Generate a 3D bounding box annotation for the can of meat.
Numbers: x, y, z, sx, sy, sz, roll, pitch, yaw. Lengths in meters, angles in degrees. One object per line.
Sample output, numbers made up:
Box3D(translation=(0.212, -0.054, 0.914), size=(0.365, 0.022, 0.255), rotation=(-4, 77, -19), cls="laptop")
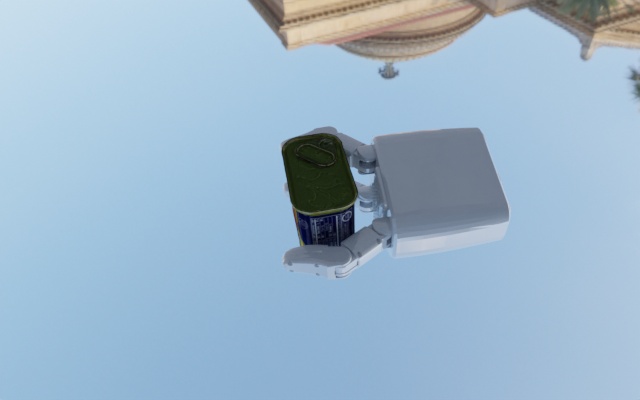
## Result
Box3D(translation=(0.000, 0.002, 0.448), size=(0.057, 0.084, 0.102), rotation=(-10, 46, -5), cls="can of meat")
